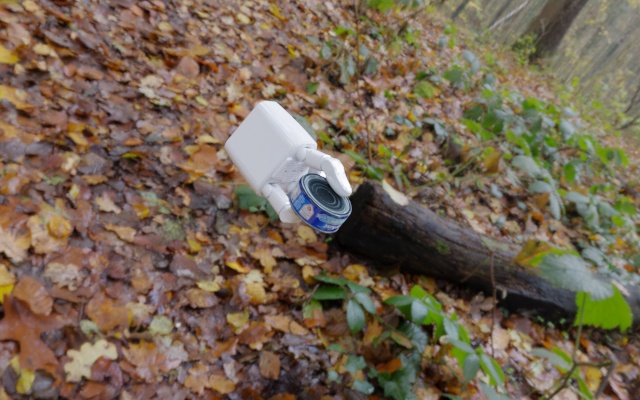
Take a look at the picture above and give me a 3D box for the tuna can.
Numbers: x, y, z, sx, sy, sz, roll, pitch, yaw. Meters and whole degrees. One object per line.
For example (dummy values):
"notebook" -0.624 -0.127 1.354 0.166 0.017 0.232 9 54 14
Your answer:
"tuna can" 0.000 0.002 0.658 0.086 0.086 0.034 0 -43 -50
